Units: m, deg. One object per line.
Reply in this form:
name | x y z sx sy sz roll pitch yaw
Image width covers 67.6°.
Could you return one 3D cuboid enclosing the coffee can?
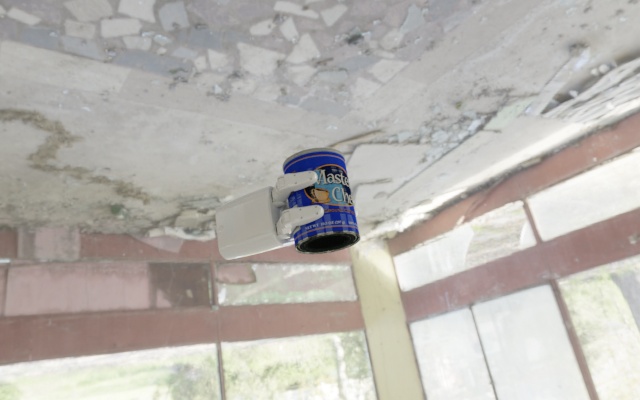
coffee can | 0.000 0.002 0.750 0.103 0.140 0.103 -9 -21 -3
